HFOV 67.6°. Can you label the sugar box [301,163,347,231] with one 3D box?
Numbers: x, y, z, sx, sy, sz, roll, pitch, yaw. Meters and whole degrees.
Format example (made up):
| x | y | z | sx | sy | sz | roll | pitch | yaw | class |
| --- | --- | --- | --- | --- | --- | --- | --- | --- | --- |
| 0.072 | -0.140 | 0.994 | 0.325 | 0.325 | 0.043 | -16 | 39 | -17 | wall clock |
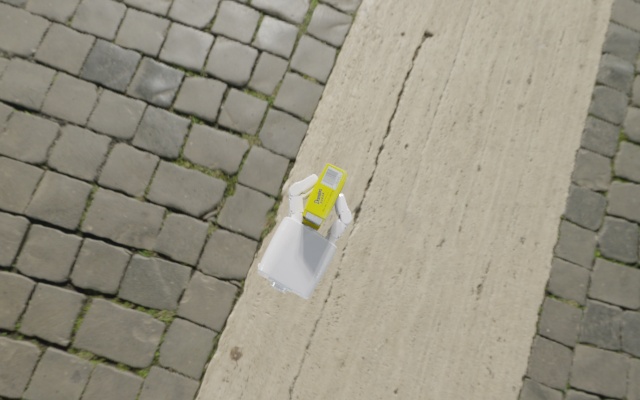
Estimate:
| x | y | z | sx | sy | sz | roll | pitch | yaw | class |
| --- | --- | --- | --- | --- | --- | --- | --- | --- | --- |
| 0.000 | 0.003 | 0.876 | 0.048 | 0.093 | 0.176 | 27 | -15 | -2 | sugar box |
